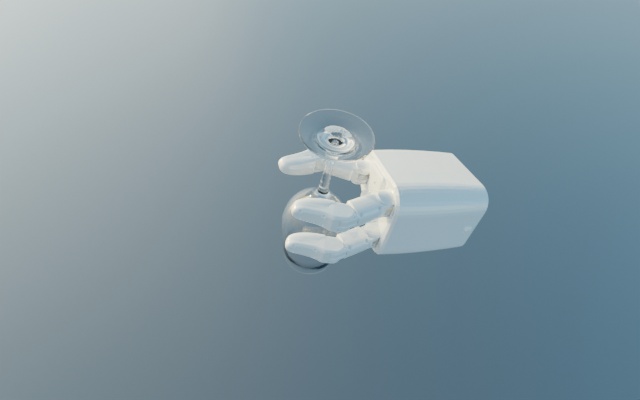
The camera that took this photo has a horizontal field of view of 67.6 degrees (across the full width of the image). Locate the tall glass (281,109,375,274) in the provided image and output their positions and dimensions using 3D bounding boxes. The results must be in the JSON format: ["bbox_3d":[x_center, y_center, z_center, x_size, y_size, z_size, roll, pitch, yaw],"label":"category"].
[{"bbox_3d":[0.000,0.001,0.525,0.079,0.079,0.201,0,-40,-13],"label":"tall glass"}]
